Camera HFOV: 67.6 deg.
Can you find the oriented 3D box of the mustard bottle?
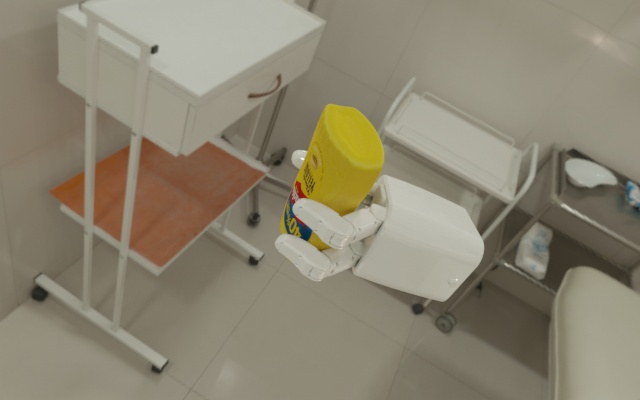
[{"bbox_3d":[0.000,0.001,0.503,0.058,0.096,0.192,3,-45,-25],"label":"mustard bottle"}]
